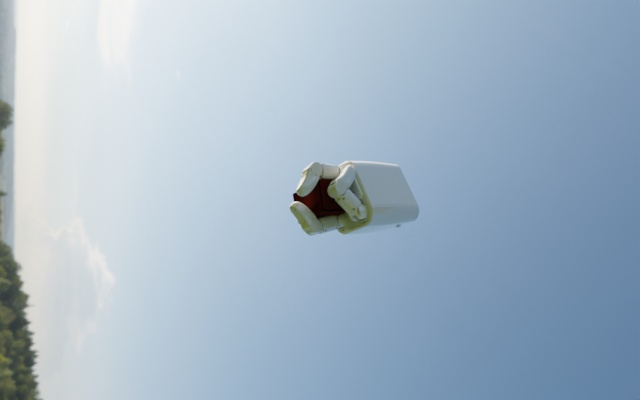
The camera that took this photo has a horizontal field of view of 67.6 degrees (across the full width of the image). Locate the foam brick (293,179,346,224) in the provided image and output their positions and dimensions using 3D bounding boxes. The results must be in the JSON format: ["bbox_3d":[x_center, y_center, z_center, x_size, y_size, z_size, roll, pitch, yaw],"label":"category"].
[{"bbox_3d":[0.000,0.002,0.756,0.051,0.053,0.078,-2,-14,-34],"label":"foam brick"}]
